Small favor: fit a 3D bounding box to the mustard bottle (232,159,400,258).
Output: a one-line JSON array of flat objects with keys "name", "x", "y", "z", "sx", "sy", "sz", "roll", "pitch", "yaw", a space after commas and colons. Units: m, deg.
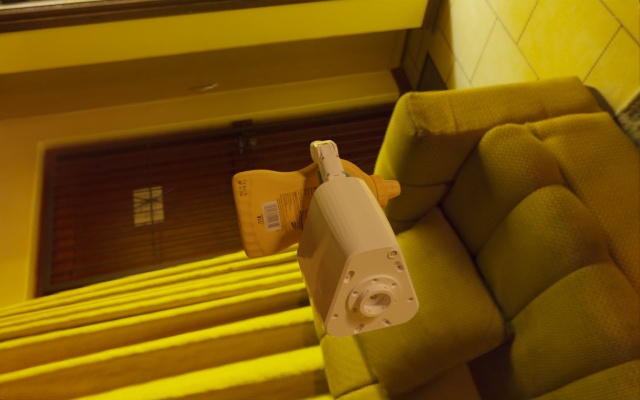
[{"name": "mustard bottle", "x": 0.000, "y": 0.002, "z": 0.551, "sx": 0.191, "sy": 0.096, "sz": 0.058, "roll": -10, "pitch": 12, "yaw": -10}]
